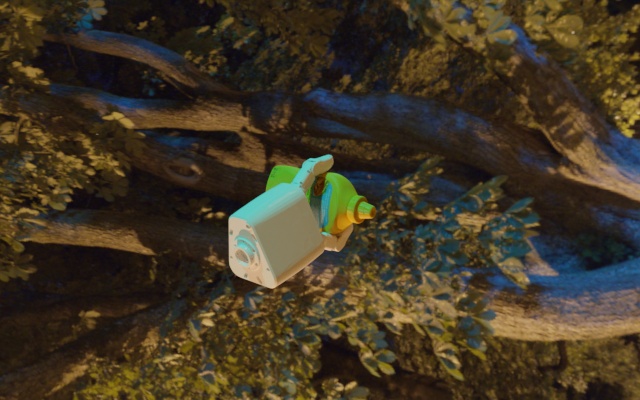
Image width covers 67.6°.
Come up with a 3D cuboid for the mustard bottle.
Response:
[{"bbox_3d":[0.000,0.002,0.747,0.191,0.096,0.058,11,6,37],"label":"mustard bottle"}]
